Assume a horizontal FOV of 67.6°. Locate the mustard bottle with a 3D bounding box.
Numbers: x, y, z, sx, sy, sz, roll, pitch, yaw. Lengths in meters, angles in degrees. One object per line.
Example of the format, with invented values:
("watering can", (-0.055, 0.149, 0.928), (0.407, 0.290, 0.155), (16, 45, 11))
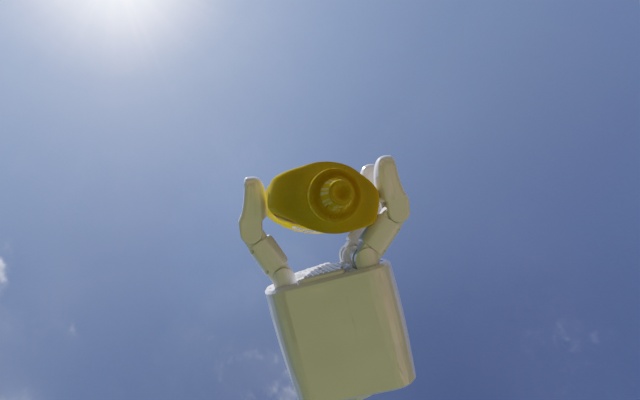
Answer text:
("mustard bottle", (0.000, 0.001, 0.429), (0.096, 0.058, 0.191), (10, -5, -8))
